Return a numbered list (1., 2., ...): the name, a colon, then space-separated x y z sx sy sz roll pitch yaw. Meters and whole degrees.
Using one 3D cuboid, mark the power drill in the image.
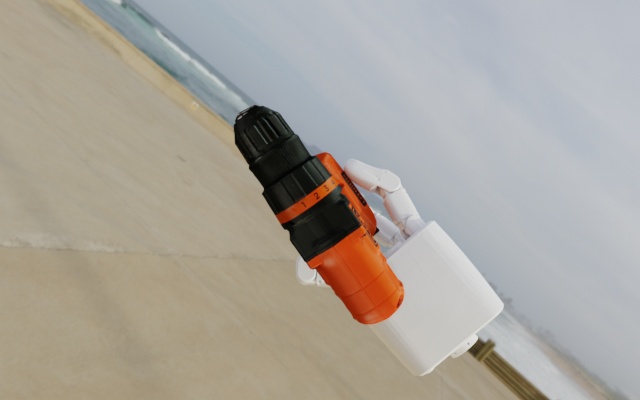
1. power drill: 0.000 0.001 0.419 0.057 0.184 0.187 -32 6 8
